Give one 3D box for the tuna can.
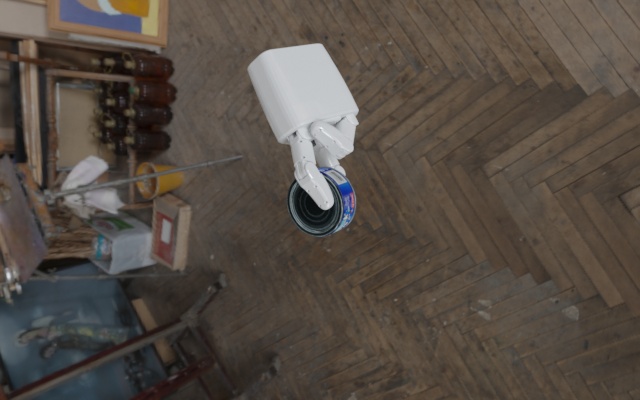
[{"bbox_3d":[0.000,0.002,0.603,0.086,0.086,0.033,0,12,33],"label":"tuna can"}]
